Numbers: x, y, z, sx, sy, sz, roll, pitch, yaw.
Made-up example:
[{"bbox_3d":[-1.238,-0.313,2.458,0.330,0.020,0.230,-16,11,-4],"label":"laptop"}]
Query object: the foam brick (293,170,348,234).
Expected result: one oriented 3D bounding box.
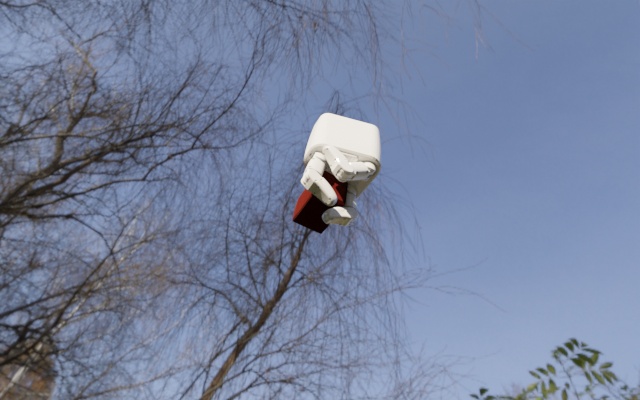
[{"bbox_3d":[0.000,0.003,0.734,0.053,0.078,0.051,27,37,-14],"label":"foam brick"}]
